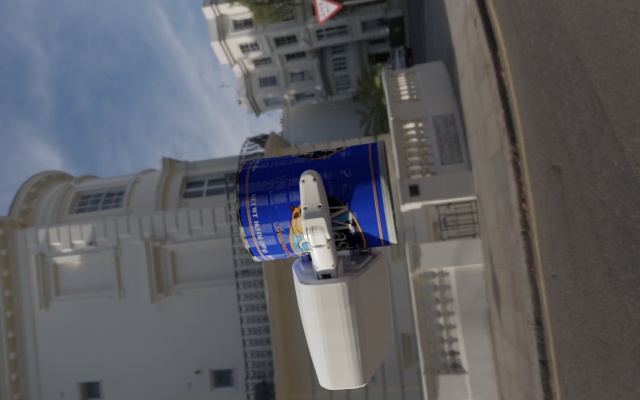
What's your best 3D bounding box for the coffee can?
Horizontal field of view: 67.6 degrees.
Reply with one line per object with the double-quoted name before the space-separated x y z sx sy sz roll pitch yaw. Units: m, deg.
"coffee can" 0.000 0.001 0.470 0.140 0.103 0.103 -7 -1 9
